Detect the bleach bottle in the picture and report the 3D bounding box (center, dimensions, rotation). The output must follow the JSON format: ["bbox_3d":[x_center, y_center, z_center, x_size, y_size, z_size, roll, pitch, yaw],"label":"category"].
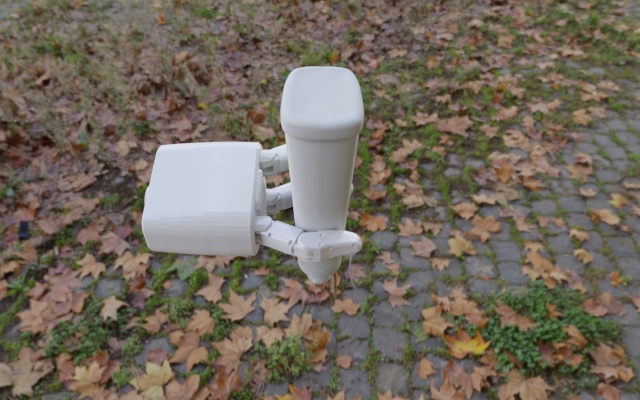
[{"bbox_3d":[0.000,0.001,0.480,0.068,0.251,0.102,1,42,0],"label":"bleach bottle"}]
